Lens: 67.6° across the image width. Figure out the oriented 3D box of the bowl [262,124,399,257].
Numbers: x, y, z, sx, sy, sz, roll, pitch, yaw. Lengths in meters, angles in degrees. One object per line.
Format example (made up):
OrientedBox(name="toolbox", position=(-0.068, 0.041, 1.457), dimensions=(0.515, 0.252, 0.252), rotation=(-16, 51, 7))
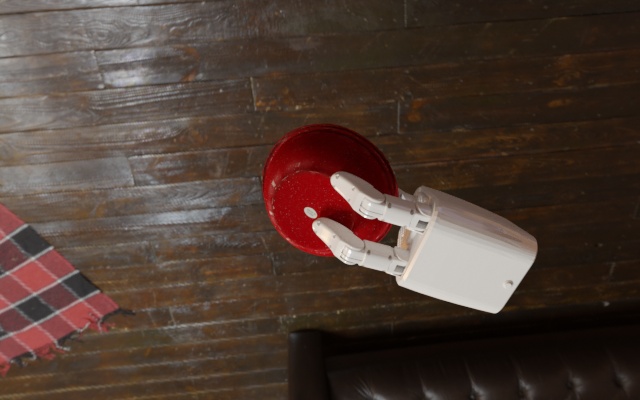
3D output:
OrientedBox(name="bowl", position=(-0.001, 0.002, 0.518), dimensions=(0.162, 0.162, 0.055), rotation=(0, 23, 20))
